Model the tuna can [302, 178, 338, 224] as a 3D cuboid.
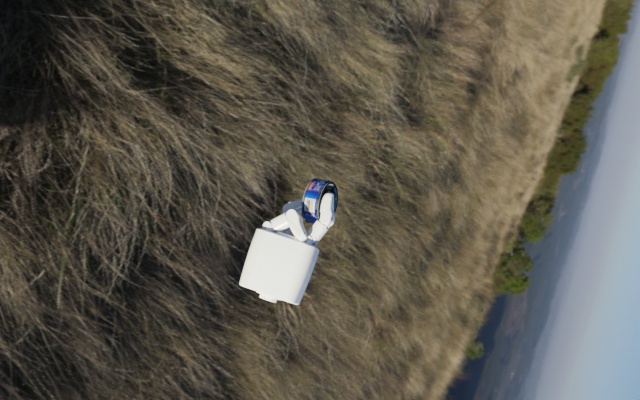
[{"bbox_3d":[0.001,0.003,0.889,0.034,0.086,0.086,11,5,26],"label":"tuna can"}]
